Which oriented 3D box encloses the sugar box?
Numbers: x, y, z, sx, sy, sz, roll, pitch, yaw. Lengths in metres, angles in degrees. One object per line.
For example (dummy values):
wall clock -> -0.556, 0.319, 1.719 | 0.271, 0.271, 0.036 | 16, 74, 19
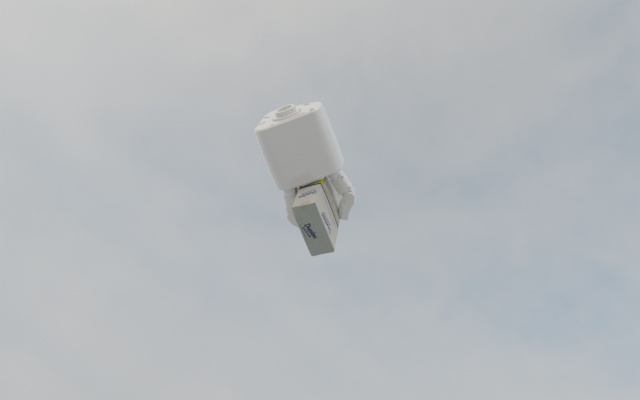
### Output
sugar box -> 0.000, 0.003, 0.790 | 0.048, 0.093, 0.176 | -13, 26, 18
